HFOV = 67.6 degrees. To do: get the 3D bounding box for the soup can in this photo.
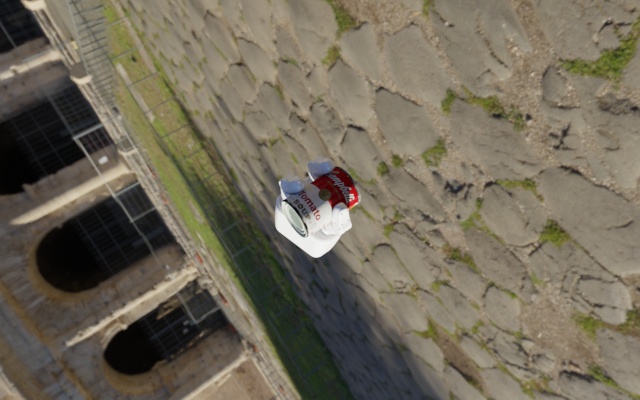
[{"bbox_3d":[0.000,0.002,0.721,0.102,0.068,0.068,-33,12,-20],"label":"soup can"}]
